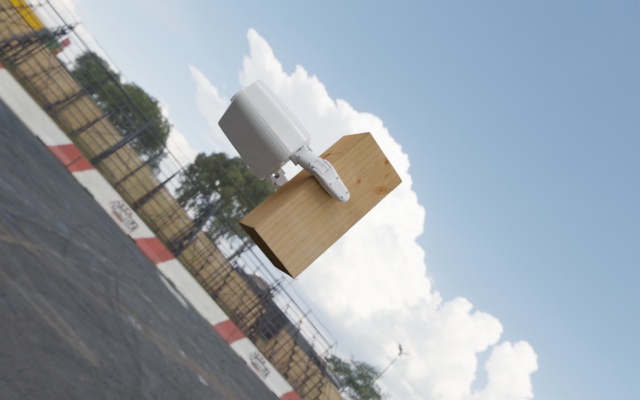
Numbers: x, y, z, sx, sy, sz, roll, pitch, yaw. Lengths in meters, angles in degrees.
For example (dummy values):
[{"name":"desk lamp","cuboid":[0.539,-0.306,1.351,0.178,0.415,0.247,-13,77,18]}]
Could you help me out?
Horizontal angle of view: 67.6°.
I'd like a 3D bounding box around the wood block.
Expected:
[{"name":"wood block","cuboid":[0.000,0.002,0.671,0.206,0.090,0.091,-41,17,-15]}]
